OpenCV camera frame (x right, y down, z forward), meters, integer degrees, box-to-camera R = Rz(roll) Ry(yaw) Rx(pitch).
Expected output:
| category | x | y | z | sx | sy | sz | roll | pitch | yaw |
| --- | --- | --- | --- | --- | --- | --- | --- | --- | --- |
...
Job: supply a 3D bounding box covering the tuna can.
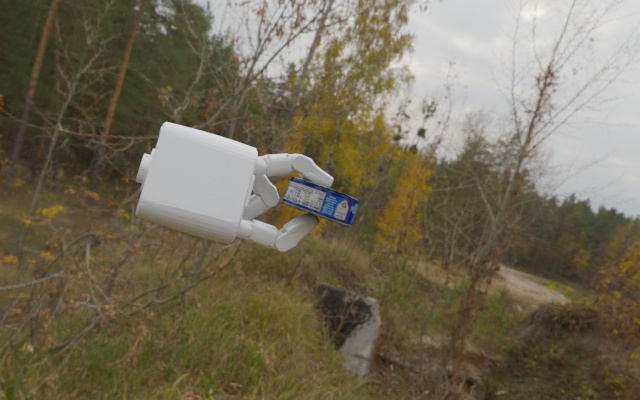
| category | x | y | z | sx | sy | sz | roll | pitch | yaw |
| --- | --- | --- | --- | --- | --- | --- | --- | --- | --- |
| tuna can | 0.000 | 0.001 | 0.555 | 0.086 | 0.034 | 0.086 | 20 | -1 | 0 |
